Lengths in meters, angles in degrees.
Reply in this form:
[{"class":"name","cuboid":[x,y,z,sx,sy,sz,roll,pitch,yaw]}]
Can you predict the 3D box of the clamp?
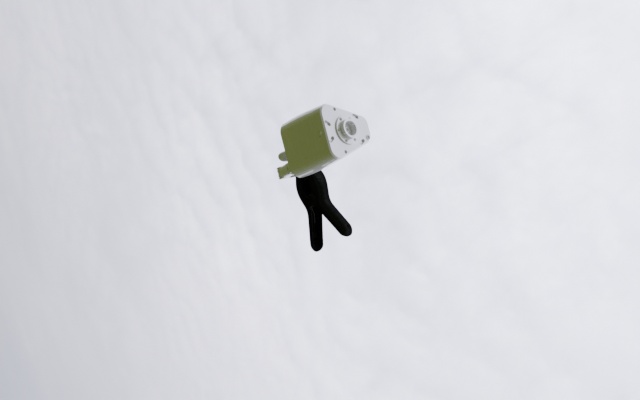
[{"class":"clamp","cuboid":[0.000,0.003,0.847,0.039,0.171,0.120,-16,-1,-40]}]
